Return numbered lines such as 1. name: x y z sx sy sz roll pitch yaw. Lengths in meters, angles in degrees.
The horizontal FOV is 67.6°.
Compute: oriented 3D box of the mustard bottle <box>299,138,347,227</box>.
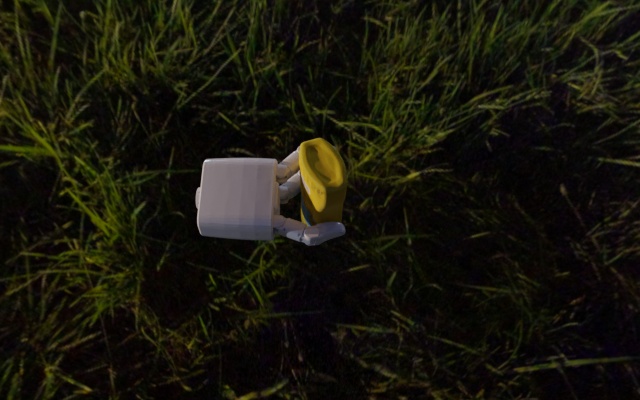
1. mustard bottle: 0.000 0.002 0.719 0.058 0.096 0.192 -19 -31 -14
